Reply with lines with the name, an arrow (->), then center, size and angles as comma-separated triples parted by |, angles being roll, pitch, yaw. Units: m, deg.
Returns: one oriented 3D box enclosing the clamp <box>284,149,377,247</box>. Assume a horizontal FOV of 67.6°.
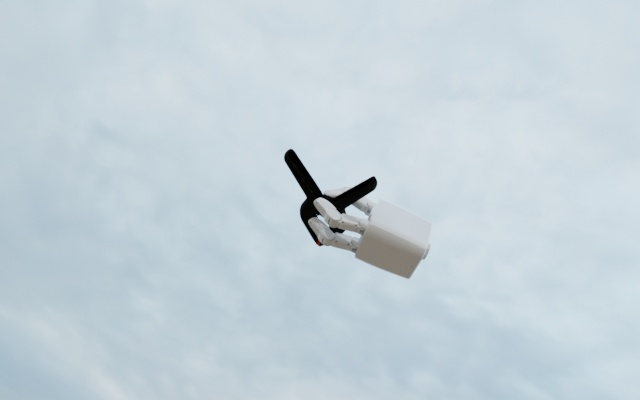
clamp -> 0.001, 0.003, 0.858 | 0.164, 0.036, 0.210 | 25, -41, 8
